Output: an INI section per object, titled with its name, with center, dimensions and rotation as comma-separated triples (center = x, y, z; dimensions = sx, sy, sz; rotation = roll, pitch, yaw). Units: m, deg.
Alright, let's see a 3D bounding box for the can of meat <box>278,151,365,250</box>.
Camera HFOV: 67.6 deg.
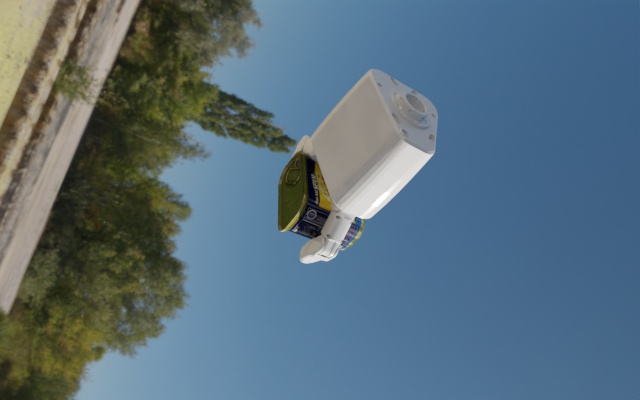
[can of meat]
center = 0.000, 0.002, 0.560
dimensions = 0.084, 0.102, 0.057
rotation = 22, -51, -24
